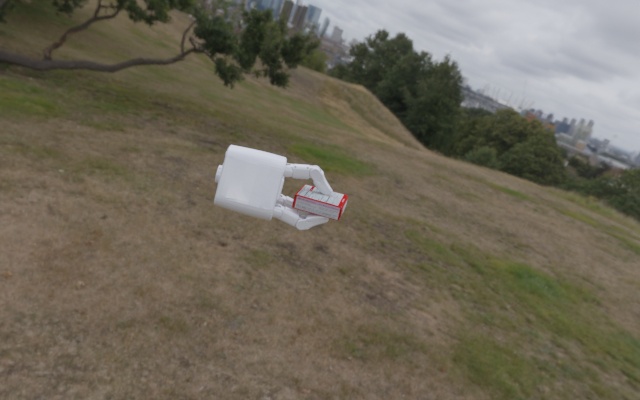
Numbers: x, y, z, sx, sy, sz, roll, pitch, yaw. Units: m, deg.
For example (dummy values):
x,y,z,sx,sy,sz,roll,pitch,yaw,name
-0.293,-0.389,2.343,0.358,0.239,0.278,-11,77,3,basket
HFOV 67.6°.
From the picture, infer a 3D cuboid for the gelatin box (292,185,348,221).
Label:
x,y,z,sx,sy,sz,roll,pitch,yaw,name
0.001,0.003,0.872,0.089,0.030,0.073,15,19,7,gelatin box
